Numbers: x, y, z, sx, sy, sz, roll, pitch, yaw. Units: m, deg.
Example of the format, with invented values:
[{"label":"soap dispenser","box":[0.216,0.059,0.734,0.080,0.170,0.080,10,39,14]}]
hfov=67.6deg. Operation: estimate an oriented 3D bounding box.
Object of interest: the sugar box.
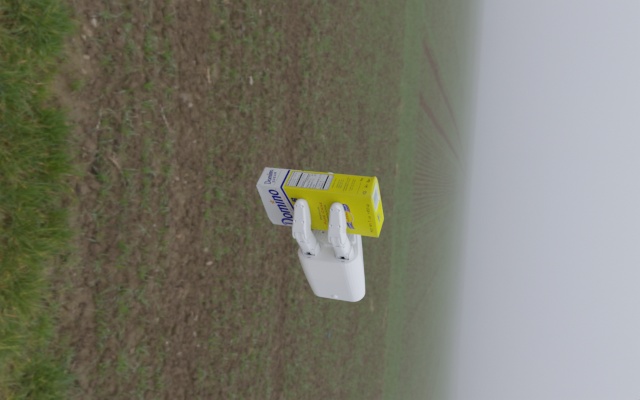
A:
[{"label":"sugar box","box":[0.000,0.003,0.709,0.176,0.048,0.093,4,-42,19]}]
